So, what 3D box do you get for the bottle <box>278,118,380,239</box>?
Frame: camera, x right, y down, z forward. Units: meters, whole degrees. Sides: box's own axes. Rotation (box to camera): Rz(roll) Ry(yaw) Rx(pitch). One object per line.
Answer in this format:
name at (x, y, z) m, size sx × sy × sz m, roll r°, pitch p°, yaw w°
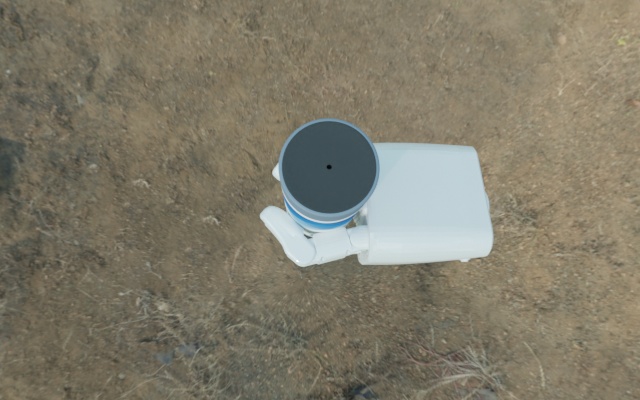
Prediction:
bottle at (0.000, 0.001, 0.455) m, size 0.069 × 0.069 × 0.296 m, roll 0°, pitch -9°, yaw -2°
